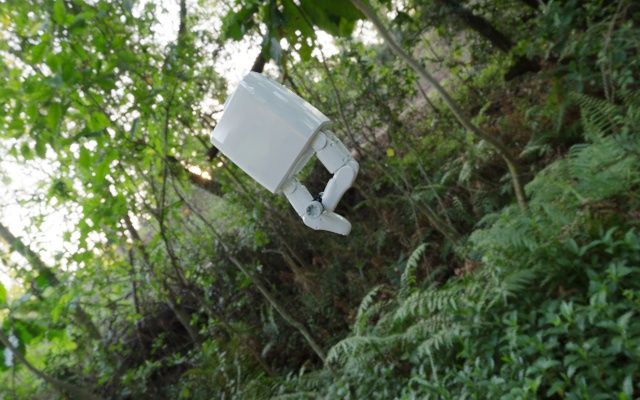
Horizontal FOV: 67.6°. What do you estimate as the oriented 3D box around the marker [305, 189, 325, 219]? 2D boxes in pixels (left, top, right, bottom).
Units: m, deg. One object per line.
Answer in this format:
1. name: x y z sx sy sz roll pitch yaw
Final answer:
1. marker: 0.000 0.002 0.598 0.020 0.020 0.121 0 10 9
